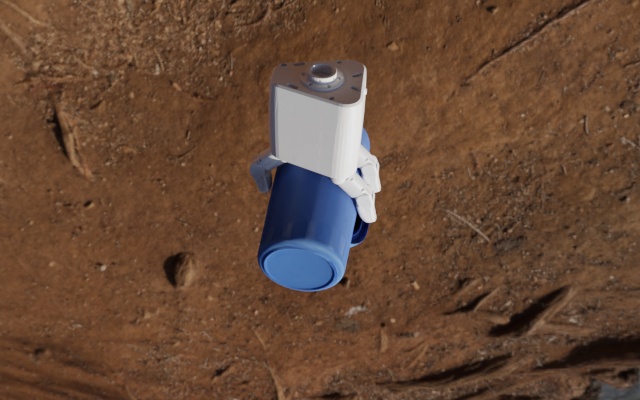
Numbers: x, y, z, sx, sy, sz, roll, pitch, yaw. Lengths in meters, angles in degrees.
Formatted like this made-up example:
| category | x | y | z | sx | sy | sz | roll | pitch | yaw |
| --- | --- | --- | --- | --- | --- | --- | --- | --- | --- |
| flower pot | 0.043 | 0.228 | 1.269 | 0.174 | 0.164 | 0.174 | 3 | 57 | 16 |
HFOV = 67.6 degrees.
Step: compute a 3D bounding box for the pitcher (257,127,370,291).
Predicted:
| category | x | y | z | sx | sy | sz | roll | pitch | yaw |
| --- | --- | --- | --- | --- | --- | --- | --- | --- | --- |
| pitcher | 0.000 | 0.002 | 0.656 | 0.149 | 0.242 | 0.145 | 8 | -42 | 4 |
